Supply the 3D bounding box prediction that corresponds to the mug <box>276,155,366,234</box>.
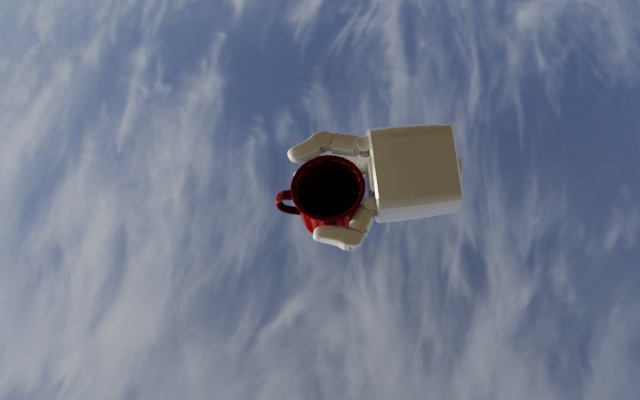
[{"bbox_3d":[-0.001,0.002,0.625,0.117,0.093,0.081,-5,-27,2],"label":"mug"}]
